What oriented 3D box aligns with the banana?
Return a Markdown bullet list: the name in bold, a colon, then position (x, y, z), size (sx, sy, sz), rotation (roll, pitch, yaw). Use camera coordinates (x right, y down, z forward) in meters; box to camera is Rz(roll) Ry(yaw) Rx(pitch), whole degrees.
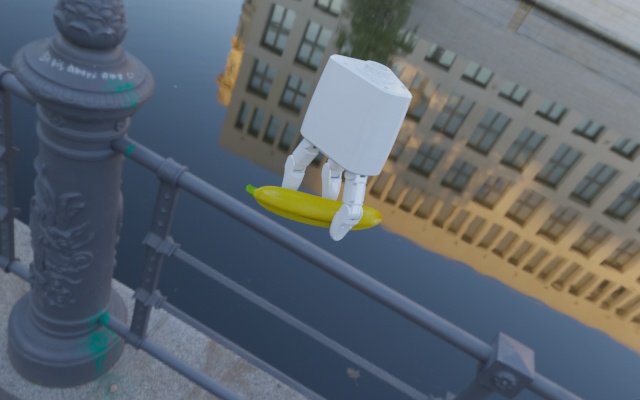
- **banana**: position (-0.002, 0.009, 0.639), size (0.198, 0.037, 0.069), rotation (15, 23, -11)
